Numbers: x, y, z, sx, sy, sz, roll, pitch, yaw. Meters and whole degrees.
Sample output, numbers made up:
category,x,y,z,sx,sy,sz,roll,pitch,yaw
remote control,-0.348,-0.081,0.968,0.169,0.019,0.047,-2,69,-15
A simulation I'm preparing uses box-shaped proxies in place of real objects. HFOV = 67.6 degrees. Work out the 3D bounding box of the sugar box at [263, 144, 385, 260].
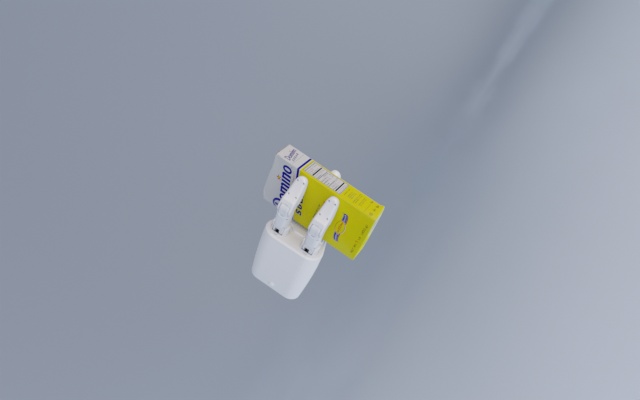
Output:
category,x,y,z,sx,sy,sz,roll,pitch,yaw
sugar box,0.000,0.003,0.716,0.176,0.093,0.048,32,40,10
